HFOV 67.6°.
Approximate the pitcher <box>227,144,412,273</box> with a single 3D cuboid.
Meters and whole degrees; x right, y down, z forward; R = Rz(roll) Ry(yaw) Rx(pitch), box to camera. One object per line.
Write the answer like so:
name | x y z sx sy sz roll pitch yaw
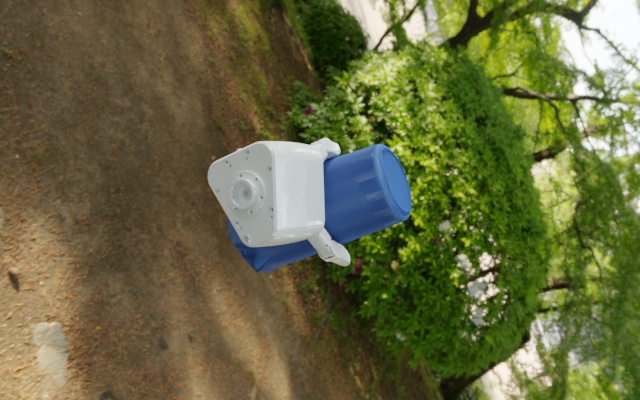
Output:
pitcher | 0.000 0.002 0.684 0.243 0.149 0.145 -20 -10 26
